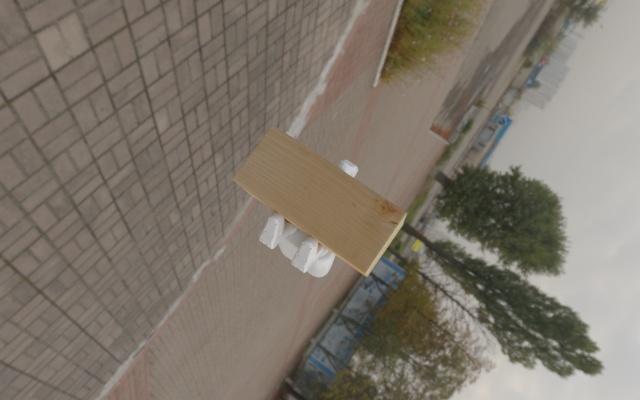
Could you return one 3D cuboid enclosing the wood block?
[{"bbox_3d":[0.000,0.002,0.630,0.206,0.091,0.090,34,-6,12],"label":"wood block"}]
